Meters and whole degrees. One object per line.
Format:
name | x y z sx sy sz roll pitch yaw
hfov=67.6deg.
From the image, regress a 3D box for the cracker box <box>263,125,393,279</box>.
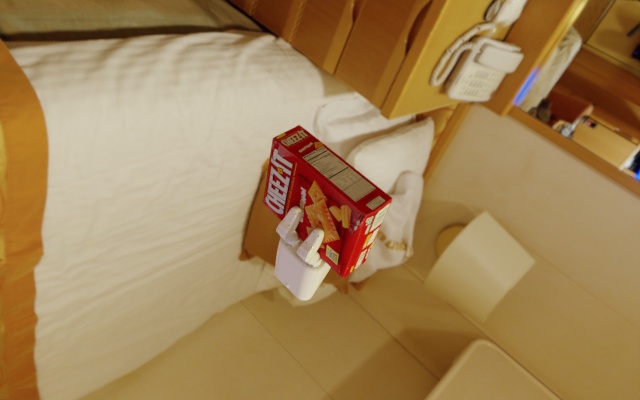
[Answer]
cracker box | 0.000 0.003 0.805 0.213 0.164 0.072 40 50 23
